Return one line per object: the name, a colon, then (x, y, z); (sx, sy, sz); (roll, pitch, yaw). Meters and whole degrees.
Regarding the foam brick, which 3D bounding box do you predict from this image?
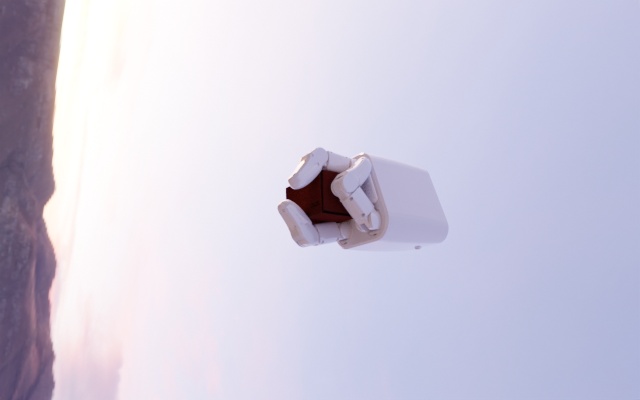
foam brick: (0.000, 0.002, 0.569); (0.051, 0.053, 0.078); (8, -18, -34)
